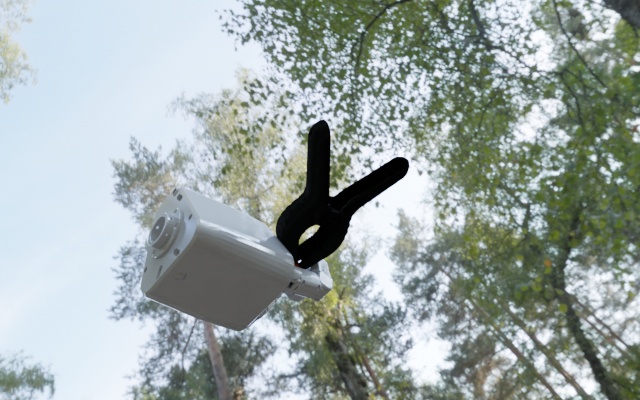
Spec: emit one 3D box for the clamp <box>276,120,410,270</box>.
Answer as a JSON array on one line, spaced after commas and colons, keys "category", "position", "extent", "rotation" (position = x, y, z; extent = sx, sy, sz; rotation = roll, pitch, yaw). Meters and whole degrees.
[{"category": "clamp", "position": [0.000, 0.001, 0.480], "extent": [0.120, 0.171, 0.039], "rotation": [31, 14, -31]}]
